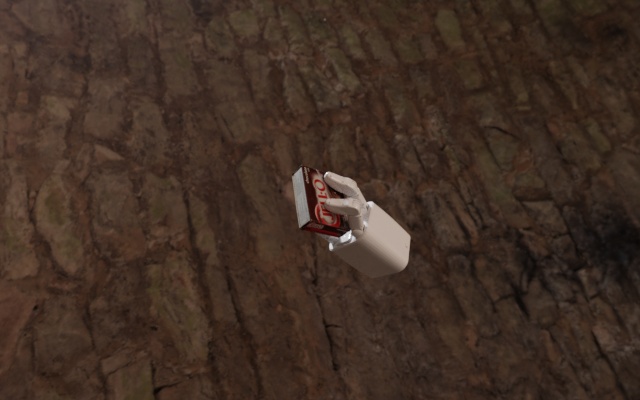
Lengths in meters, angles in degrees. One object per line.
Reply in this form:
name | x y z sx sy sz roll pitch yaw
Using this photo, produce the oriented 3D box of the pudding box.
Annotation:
pudding box | 0.000 0.003 0.824 0.090 0.113 0.039 16 -40 -39
